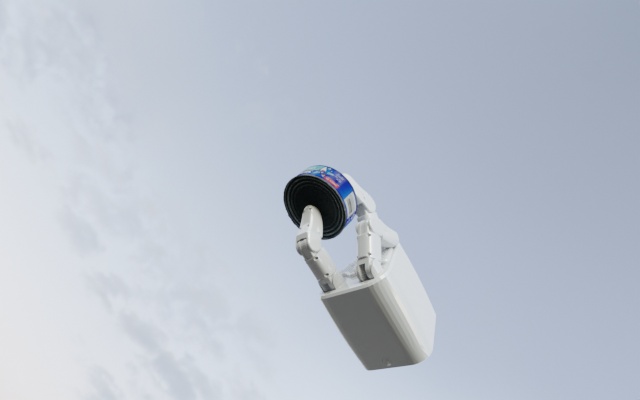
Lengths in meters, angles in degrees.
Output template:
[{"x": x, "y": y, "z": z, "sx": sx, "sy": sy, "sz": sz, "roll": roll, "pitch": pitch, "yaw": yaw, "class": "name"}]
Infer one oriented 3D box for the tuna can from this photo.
[{"x": 0.000, "y": 0.002, "z": 0.569, "sx": 0.086, "sy": 0.086, "sz": 0.033, "roll": 0, "pitch": 27, "yaw": 35, "class": "tuna can"}]
